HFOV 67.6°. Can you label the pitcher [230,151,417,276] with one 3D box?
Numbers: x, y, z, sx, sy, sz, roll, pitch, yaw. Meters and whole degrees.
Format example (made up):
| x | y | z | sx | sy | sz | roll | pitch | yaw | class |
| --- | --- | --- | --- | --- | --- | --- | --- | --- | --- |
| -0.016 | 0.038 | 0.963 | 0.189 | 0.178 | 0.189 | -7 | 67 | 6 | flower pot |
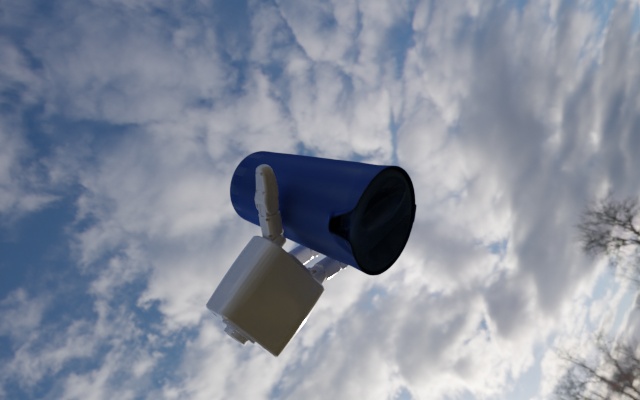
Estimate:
| x | y | z | sx | sy | sz | roll | pitch | yaw | class |
| --- | --- | --- | --- | --- | --- | --- | --- | --- | --- |
| 0.000 | 0.002 | 0.644 | 0.243 | 0.145 | 0.149 | 15 | -30 | 40 | pitcher |
